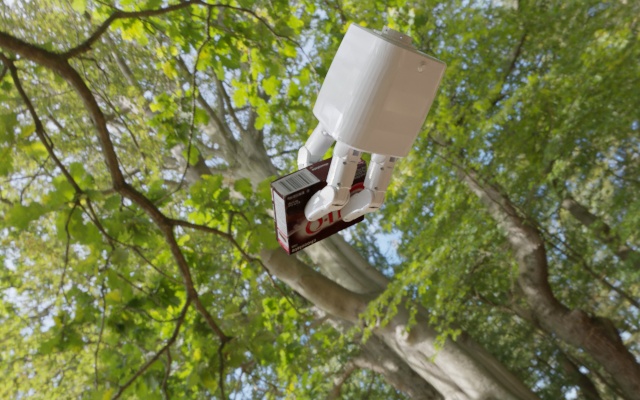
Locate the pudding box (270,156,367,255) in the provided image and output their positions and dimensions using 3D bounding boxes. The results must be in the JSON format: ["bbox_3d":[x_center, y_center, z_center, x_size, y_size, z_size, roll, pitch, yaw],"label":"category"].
[{"bbox_3d":[0.000,0.002,0.557,0.113,0.090,0.039,-22,43,-23],"label":"pudding box"}]
